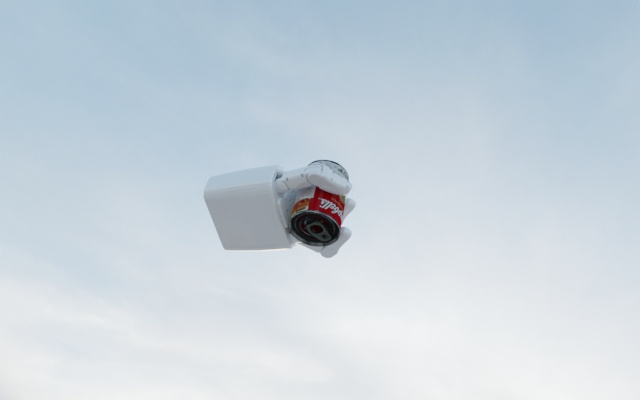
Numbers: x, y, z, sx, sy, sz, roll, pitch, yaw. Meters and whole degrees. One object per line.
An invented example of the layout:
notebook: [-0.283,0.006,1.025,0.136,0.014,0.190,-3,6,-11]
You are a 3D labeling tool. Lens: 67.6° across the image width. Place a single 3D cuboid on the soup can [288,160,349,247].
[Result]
soup can: [0.001,0.002,0.645,0.068,0.102,0.069,7,-44,7]
